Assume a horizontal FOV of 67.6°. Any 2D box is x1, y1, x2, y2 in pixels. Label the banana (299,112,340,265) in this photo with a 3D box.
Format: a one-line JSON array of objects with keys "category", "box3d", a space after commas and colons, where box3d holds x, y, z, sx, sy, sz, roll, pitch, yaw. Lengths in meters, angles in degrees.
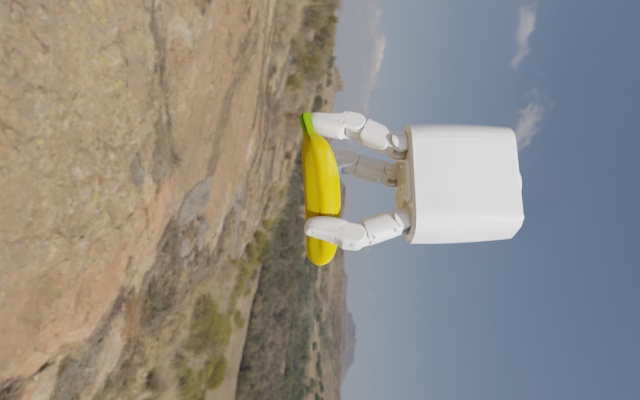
[{"category": "banana", "box3d": [0.001, 0.010, 0.506, 0.037, 0.198, 0.069, -3, 36, -2]}]
